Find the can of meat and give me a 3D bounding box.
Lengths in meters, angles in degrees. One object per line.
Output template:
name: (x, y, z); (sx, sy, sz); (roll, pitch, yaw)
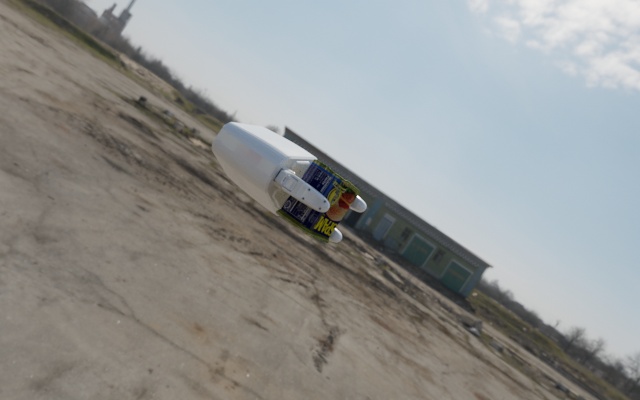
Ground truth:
can of meat: (0.000, 0.002, 0.623); (0.057, 0.084, 0.102); (34, 1, 23)
